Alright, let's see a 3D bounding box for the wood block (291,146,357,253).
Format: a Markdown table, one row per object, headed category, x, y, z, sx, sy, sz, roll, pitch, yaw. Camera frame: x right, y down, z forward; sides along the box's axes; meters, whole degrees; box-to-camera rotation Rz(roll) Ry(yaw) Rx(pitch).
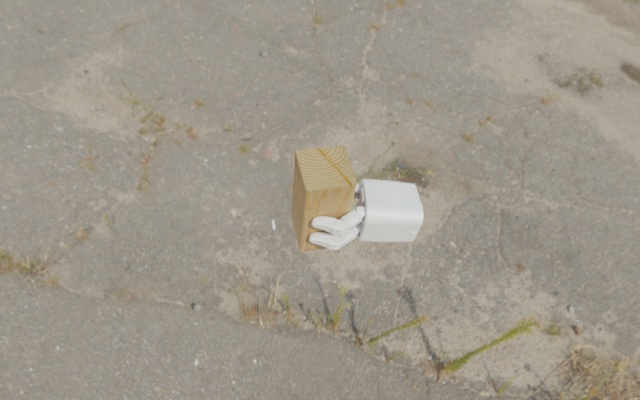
| category | x | y | z | sx | sy | sz | roll | pitch | yaw |
| --- | --- | --- | --- | --- | --- | --- | --- | --- | --- |
| wood block | 0.000 | 0.003 | 0.884 | 0.090 | 0.090 | 0.206 | -8 | -34 | -11 |
